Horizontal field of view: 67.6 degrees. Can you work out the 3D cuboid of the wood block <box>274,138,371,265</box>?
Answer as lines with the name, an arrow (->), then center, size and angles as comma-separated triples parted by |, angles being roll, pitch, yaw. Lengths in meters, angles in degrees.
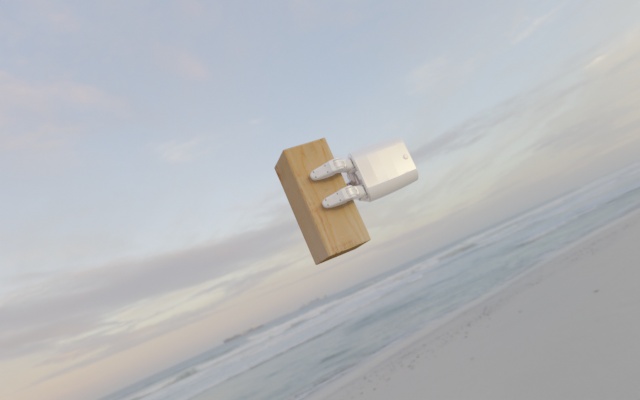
wood block -> 0.000, 0.003, 0.885 | 0.090, 0.206, 0.091 | -20, -11, -21
